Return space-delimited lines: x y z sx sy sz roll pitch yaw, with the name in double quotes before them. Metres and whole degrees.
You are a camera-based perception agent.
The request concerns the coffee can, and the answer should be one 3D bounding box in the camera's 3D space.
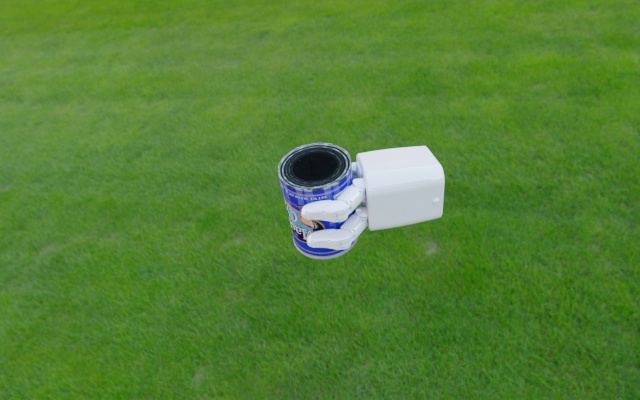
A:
"coffee can" 0.000 0.002 0.697 0.103 0.140 0.102 -5 43 5
